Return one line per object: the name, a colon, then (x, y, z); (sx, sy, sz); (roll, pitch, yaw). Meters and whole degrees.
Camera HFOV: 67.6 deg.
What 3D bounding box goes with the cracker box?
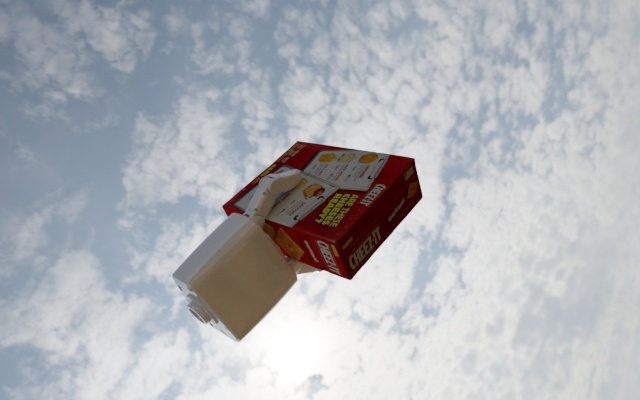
cracker box: (0.000, 0.002, 0.632); (0.213, 0.072, 0.164); (15, 48, 42)
